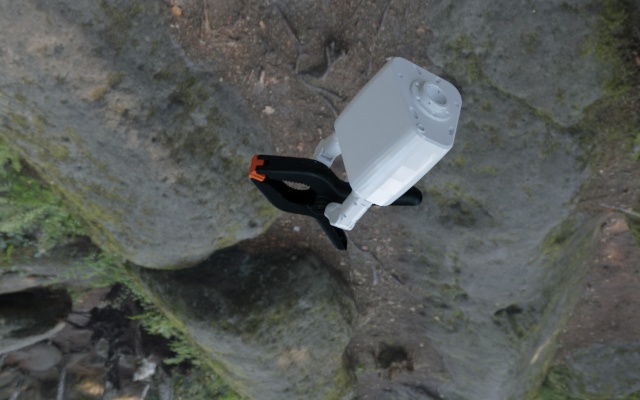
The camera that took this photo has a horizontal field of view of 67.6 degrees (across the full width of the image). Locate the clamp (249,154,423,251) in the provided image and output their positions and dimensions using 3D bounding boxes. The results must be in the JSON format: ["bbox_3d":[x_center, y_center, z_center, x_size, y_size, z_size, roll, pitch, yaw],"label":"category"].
[{"bbox_3d":[0.000,0.002,0.613,0.210,0.036,0.165,19,-40,-22],"label":"clamp"}]
